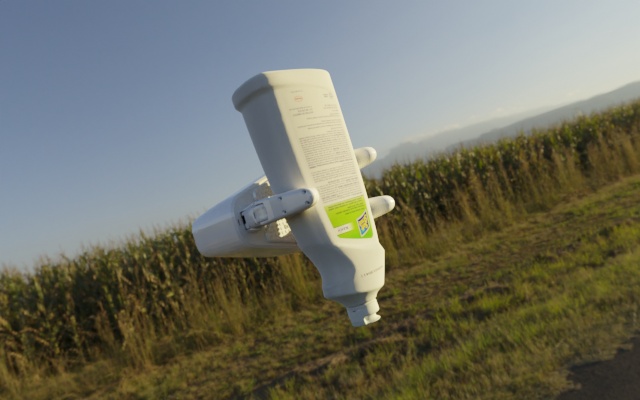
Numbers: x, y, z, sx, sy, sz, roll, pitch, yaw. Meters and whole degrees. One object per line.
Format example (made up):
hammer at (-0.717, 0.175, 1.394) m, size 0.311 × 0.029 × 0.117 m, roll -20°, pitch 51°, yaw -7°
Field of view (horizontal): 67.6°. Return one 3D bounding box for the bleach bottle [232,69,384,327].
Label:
bleach bottle at (0.000, 0.001, 0.468) m, size 0.102 × 0.251 × 0.068 m, roll -16°, pitch -3°, yaw -39°
